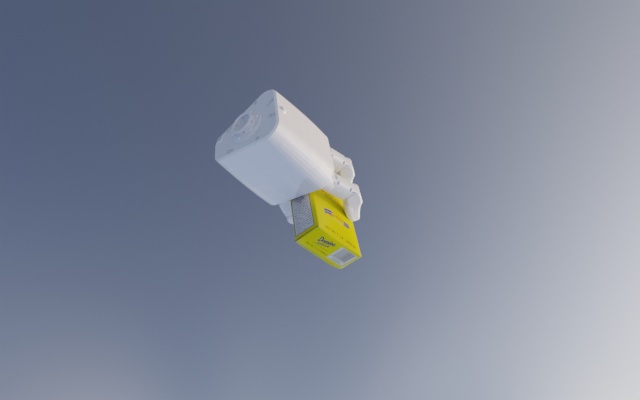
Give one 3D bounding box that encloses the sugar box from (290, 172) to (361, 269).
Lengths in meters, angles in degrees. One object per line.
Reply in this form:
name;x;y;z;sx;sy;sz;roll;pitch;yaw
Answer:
sugar box;0.000;0.002;0.670;0.048;0.176;0.093;-33;-48;23
